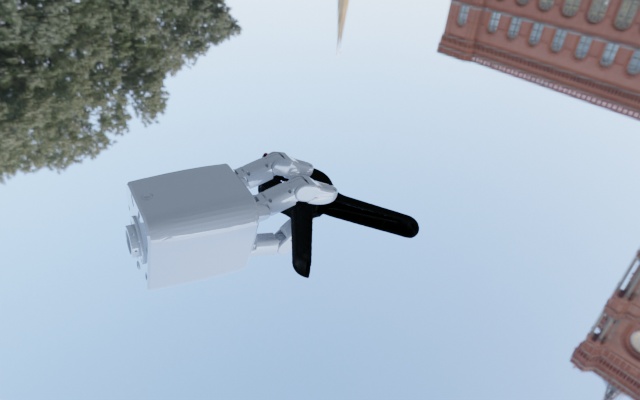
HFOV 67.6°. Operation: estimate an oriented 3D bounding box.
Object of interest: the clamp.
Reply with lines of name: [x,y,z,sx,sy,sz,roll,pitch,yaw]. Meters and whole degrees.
clamp: [-0.001,0.002,0.554,0.164,0.036,0.210,-9,36,-31]
